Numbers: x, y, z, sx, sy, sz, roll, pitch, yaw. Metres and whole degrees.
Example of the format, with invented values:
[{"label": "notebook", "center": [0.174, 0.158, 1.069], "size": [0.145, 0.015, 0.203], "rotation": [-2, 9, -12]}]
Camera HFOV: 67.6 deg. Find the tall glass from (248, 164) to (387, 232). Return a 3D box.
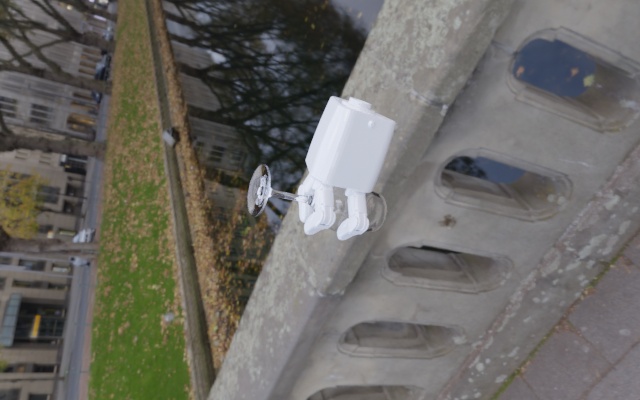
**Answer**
[{"label": "tall glass", "center": [-0.001, 0.002, 0.704], "size": [0.201, 0.079, 0.079], "rotation": [11, -5, -28]}]
